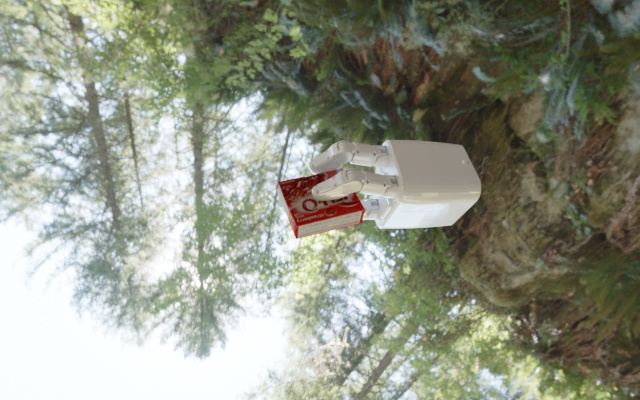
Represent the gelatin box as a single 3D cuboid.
[{"bbox_3d":[0.000,0.002,0.583,0.089,0.073,0.030,-13,-38,-16],"label":"gelatin box"}]
